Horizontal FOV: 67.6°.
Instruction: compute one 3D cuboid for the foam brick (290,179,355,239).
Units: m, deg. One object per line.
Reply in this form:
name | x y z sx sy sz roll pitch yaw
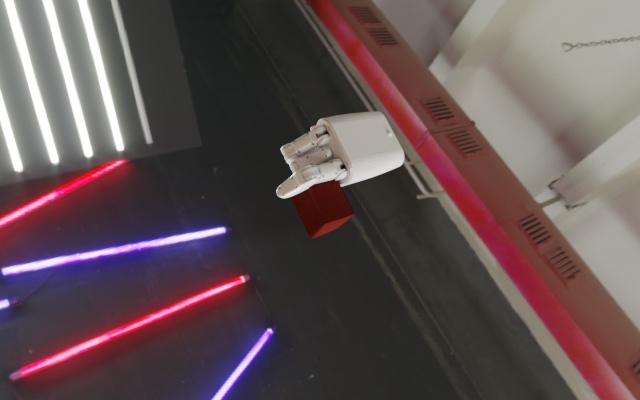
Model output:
foam brick | 0.000 0.002 0.648 0.051 0.078 0.053 -16 -17 -34
